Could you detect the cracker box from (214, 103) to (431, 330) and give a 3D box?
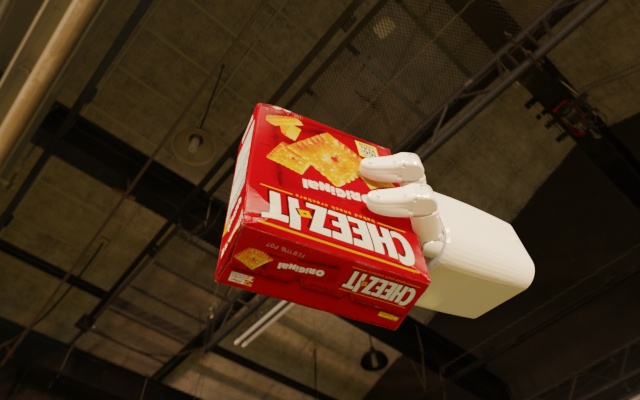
[{"bbox_3d":[0.000,0.002,0.457,0.164,0.072,0.213,18,32,-15],"label":"cracker box"}]
